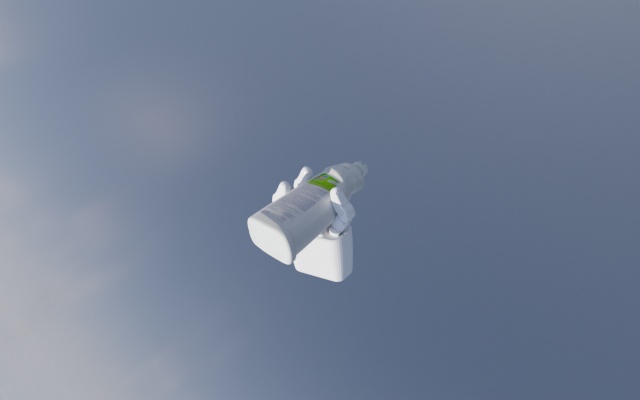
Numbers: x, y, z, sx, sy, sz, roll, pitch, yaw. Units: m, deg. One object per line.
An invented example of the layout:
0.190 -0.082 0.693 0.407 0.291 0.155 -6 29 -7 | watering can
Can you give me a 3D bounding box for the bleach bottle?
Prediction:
0.000 0.003 0.819 0.102 0.068 0.250 25 47 36 | bleach bottle
